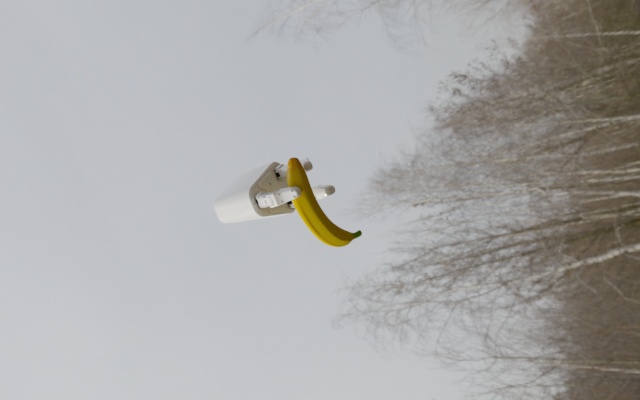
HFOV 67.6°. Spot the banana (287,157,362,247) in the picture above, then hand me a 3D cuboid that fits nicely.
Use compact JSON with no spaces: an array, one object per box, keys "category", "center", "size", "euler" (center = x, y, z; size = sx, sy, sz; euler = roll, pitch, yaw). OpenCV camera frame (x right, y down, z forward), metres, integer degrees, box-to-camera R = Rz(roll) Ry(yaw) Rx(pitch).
[{"category":"banana","center":[-0.005,0.018,0.803],"size":[0.037,0.069,0.198],"euler":[-14,-53,41]}]
